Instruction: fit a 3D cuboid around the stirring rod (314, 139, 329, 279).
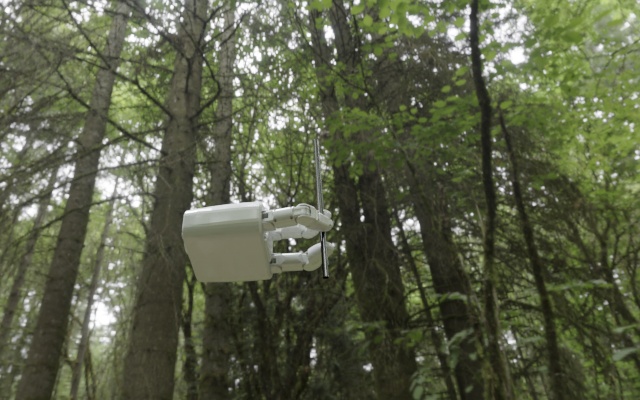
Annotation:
[{"bbox_3d":[0.000,0.002,0.688,0.011,0.239,0.011,-3,-36,-2],"label":"stirring rod"}]
